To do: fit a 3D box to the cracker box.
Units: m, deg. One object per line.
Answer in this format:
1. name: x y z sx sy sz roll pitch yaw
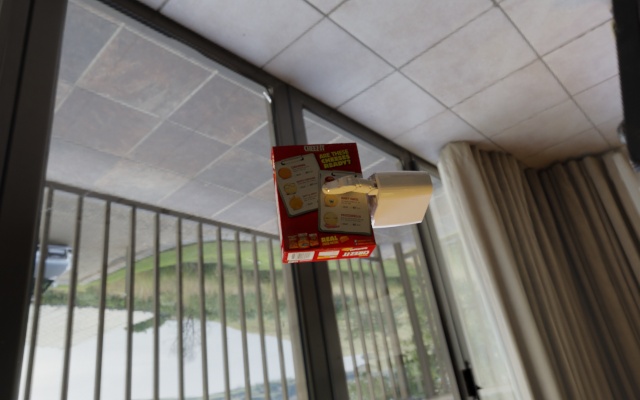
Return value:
1. cracker box: 0.000 0.003 0.880 0.164 0.213 0.072 -4 -26 -11
